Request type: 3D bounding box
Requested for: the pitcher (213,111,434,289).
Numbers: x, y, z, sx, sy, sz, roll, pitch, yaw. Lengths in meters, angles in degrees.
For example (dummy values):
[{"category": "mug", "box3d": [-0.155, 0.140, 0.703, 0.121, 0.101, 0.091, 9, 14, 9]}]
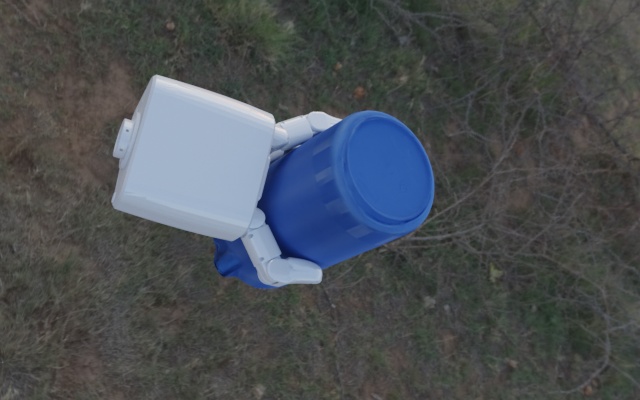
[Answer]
[{"category": "pitcher", "box3d": [0.000, 0.002, 0.485, 0.145, 0.149, 0.243, 17, -25, -28]}]
